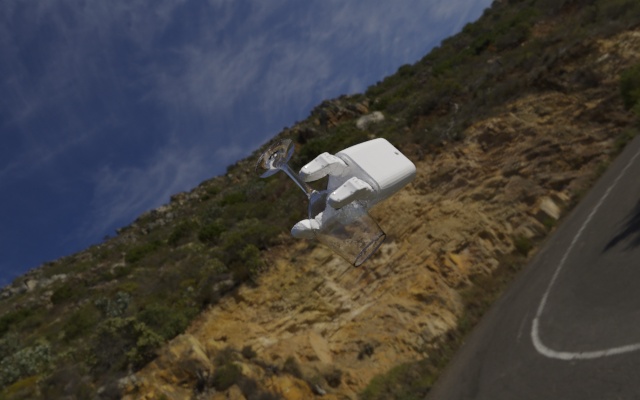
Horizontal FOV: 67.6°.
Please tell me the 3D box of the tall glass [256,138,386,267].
[{"bbox_3d":[0.000,0.002,0.675,0.201,0.079,0.079,45,18,19],"label":"tall glass"}]
